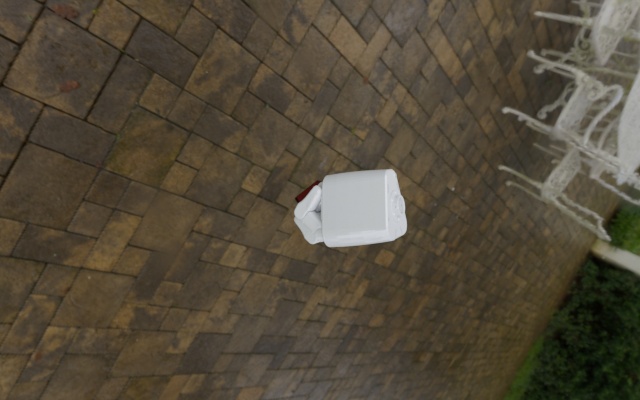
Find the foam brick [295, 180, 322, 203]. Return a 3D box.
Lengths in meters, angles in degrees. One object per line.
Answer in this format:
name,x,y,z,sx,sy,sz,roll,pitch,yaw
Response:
foam brick,0.000,0.003,0.839,0.051,0.053,0.078,-38,-11,11
